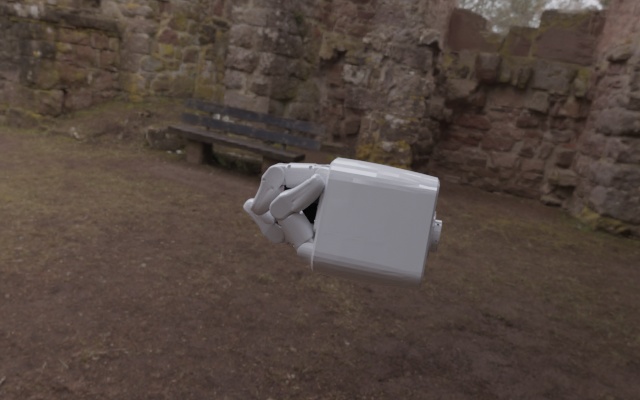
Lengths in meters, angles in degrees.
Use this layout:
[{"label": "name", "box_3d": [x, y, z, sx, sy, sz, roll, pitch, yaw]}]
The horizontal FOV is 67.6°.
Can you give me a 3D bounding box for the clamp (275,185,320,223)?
[{"label": "clamp", "box_3d": [0.000, 0.001, 0.573, 0.120, 0.039, 0.171, 10, 14, 11]}]
